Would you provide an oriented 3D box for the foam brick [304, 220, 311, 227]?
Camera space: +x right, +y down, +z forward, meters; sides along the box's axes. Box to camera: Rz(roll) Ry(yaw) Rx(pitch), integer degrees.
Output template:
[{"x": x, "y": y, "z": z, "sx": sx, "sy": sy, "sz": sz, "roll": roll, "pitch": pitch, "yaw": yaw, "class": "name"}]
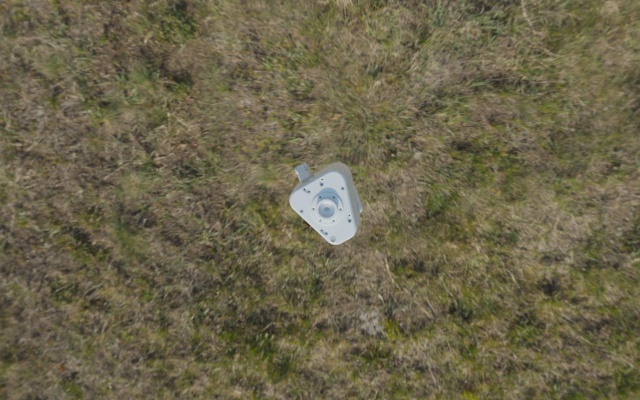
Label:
[{"x": 0.000, "y": 0.003, "z": 0.847, "sx": 0.078, "sy": 0.053, "sz": 0.051, "roll": -29, "pitch": 5, "yaw": 10, "class": "foam brick"}]
